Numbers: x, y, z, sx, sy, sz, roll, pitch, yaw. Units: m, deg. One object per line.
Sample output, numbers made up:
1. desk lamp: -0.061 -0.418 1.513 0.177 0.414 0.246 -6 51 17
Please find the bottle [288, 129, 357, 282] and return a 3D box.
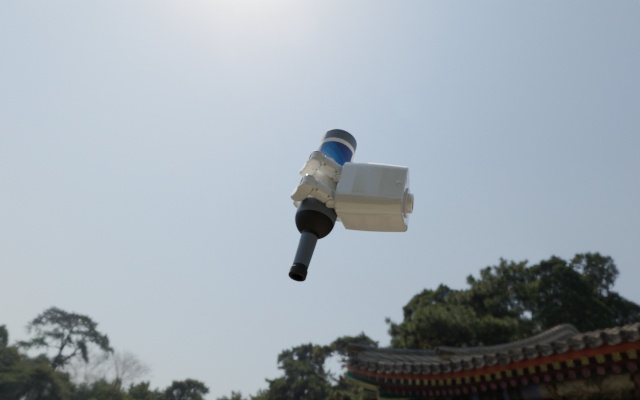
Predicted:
1. bottle: 0.000 0.002 0.797 0.069 0.295 0.069 11 -38 9
